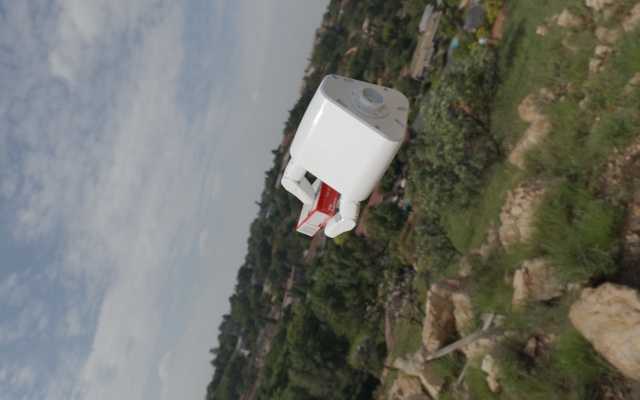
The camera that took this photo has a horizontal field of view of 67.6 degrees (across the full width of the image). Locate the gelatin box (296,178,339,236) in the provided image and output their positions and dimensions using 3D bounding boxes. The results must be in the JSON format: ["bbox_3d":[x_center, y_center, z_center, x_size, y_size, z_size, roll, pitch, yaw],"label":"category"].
[{"bbox_3d":[0.000,0.002,0.684,0.030,0.073,0.089,22,-29,-12],"label":"gelatin box"}]
